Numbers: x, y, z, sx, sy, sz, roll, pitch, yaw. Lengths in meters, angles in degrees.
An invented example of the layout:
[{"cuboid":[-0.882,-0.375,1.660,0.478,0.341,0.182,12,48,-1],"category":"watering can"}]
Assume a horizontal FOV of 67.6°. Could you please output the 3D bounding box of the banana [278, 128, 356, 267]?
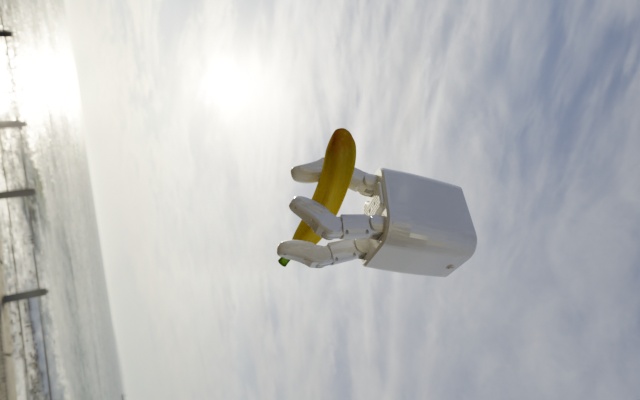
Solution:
[{"cuboid":[0.006,-0.004,0.539,0.037,0.198,0.069,28,36,8],"category":"banana"}]
